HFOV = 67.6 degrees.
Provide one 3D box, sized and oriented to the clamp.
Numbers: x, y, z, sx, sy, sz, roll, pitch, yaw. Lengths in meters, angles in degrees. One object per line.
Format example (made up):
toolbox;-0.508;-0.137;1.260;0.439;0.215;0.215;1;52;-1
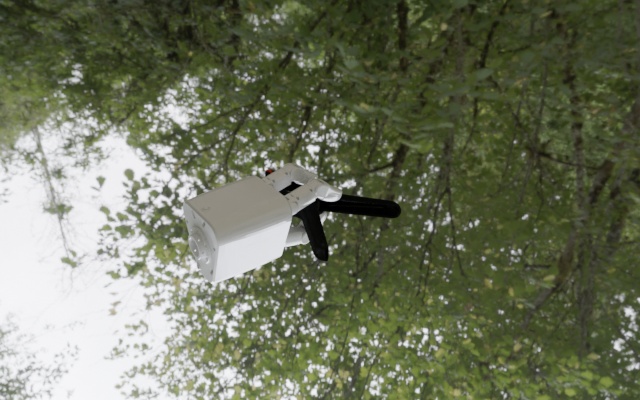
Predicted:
clamp;0.000;0.003;0.694;0.164;0.036;0.210;-20;39;-35
